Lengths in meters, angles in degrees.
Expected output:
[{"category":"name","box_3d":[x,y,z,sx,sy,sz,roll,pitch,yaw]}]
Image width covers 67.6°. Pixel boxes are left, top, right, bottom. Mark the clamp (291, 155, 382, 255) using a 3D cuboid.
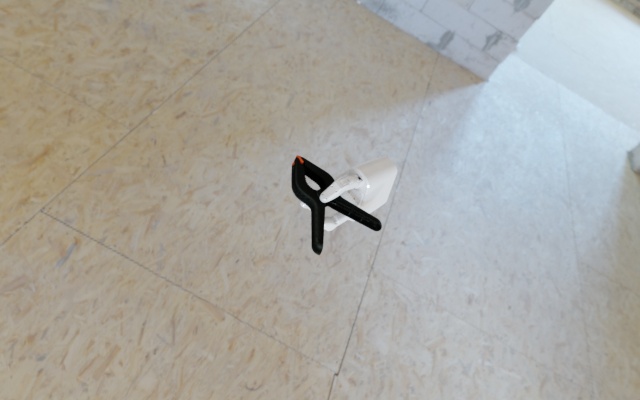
[{"category":"clamp","box_3d":[0.000,0.002,0.898,0.164,0.210,0.036,-25,-22,-41]}]
